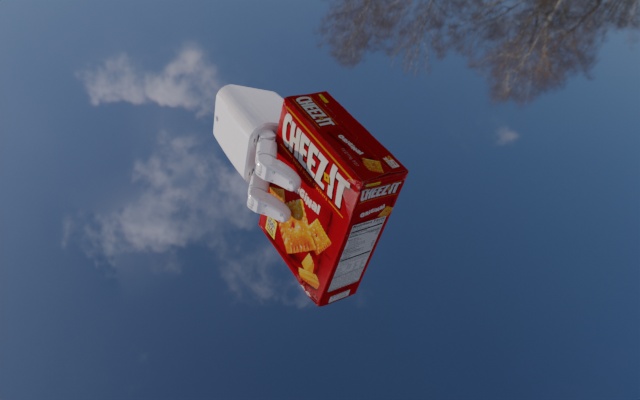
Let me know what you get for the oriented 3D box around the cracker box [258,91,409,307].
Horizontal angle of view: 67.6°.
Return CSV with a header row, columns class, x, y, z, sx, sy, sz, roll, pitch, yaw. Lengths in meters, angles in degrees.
class,x,y,z,sx,sy,sz,roll,pitch,yaw
cracker box,0.000,0.002,0.591,0.072,0.214,0.164,-16,50,-32
